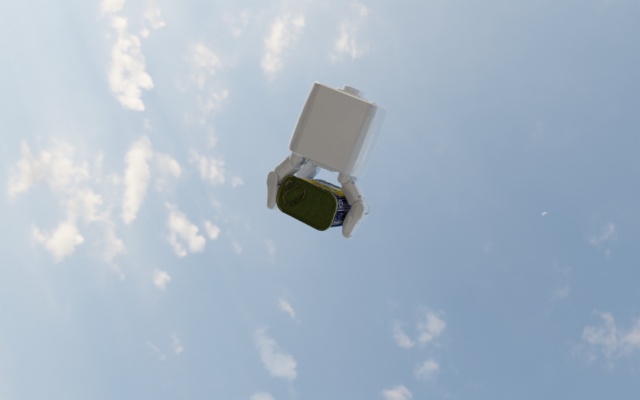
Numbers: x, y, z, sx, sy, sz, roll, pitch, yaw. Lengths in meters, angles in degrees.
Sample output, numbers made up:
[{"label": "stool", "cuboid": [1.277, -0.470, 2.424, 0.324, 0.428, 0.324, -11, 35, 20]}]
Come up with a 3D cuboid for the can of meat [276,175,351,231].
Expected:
[{"label": "can of meat", "cuboid": [0.000, 0.002, 0.711, 0.102, 0.057, 0.084, 25, 14, 29]}]
